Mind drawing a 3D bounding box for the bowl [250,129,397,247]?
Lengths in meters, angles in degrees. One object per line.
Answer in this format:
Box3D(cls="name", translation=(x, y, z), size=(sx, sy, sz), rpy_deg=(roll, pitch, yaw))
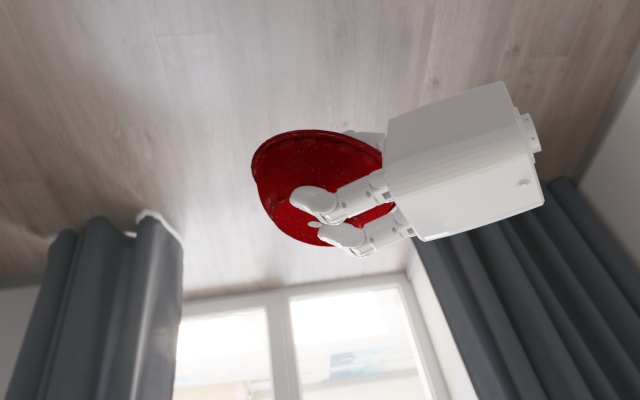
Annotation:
Box3D(cls="bowl", translation=(-0.001, 0.002, 0.492), size=(0.162, 0.055, 0.162), rpy_deg=(9, -34, 6))
